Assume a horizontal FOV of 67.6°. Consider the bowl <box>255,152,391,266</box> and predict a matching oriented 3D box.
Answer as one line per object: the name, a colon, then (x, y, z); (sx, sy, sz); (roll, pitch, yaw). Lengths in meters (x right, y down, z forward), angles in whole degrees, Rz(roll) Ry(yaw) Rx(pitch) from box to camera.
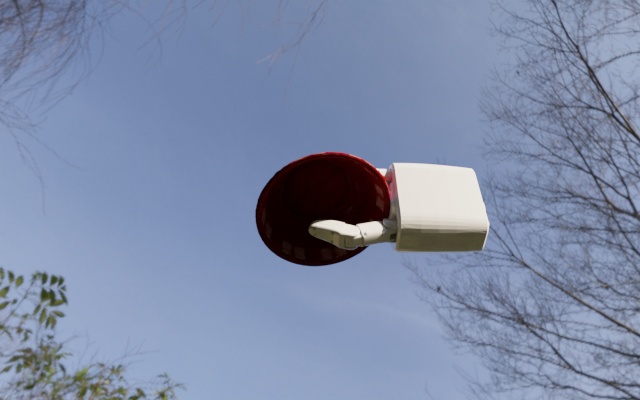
bowl: (-0.001, 0.001, 0.580); (0.162, 0.162, 0.055); (0, 33, -13)
